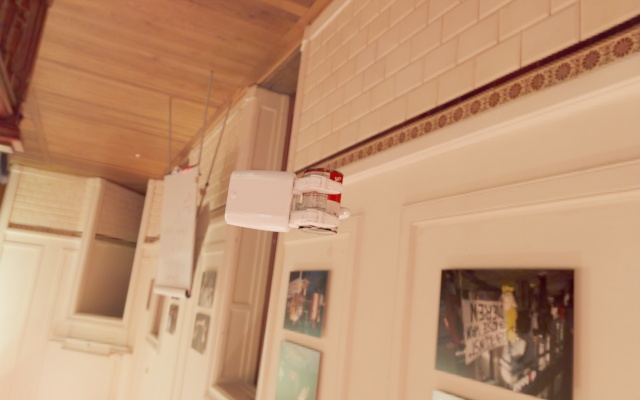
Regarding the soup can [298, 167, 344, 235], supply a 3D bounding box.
[{"bbox_3d":[0.001,0.003,0.800,0.068,0.102,0.068,6,-11,1],"label":"soup can"}]
